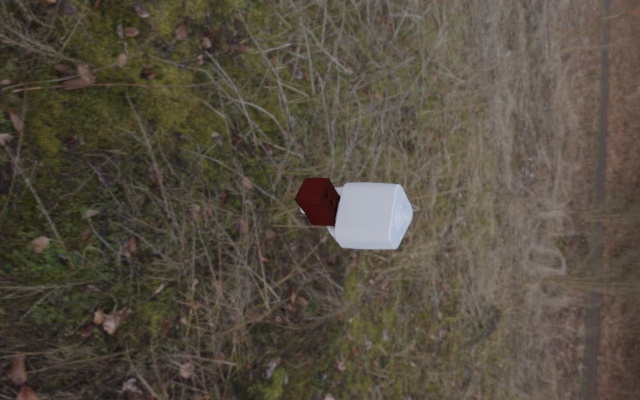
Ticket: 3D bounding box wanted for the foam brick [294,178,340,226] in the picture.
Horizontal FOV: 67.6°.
[{"bbox_3d":[0.000,0.003,0.851,0.051,0.053,0.078,1,-37,32],"label":"foam brick"}]
